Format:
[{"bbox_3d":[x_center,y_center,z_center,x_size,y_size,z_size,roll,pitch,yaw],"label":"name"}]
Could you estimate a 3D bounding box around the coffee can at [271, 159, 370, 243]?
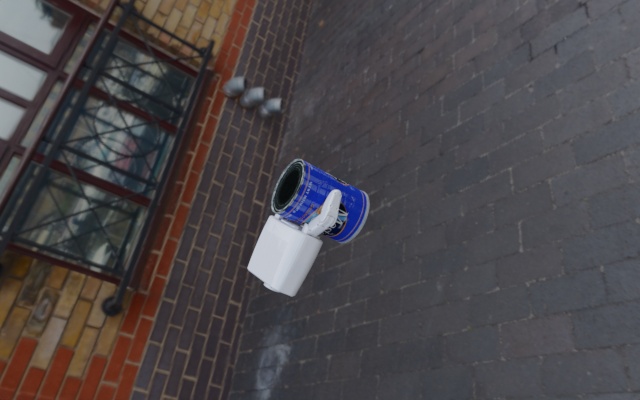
[{"bbox_3d":[0.000,0.003,0.835,0.140,0.103,0.103,26,-12,-26],"label":"coffee can"}]
